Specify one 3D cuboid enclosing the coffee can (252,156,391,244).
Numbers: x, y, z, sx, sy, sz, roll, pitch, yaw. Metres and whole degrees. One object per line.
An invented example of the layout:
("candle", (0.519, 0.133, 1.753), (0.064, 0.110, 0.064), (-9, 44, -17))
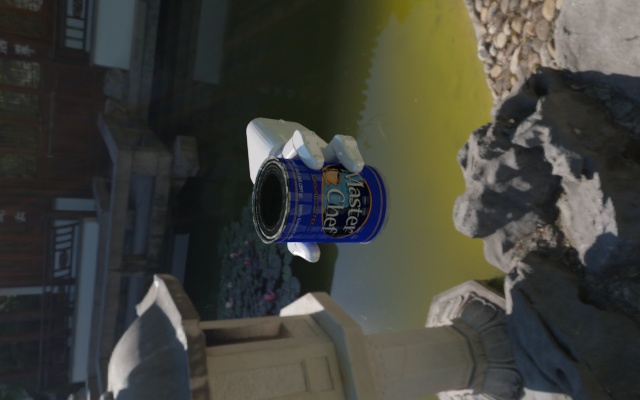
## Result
("coffee can", (0.000, 0.002, 0.589), (0.140, 0.103, 0.103), (3, -1, -30))
